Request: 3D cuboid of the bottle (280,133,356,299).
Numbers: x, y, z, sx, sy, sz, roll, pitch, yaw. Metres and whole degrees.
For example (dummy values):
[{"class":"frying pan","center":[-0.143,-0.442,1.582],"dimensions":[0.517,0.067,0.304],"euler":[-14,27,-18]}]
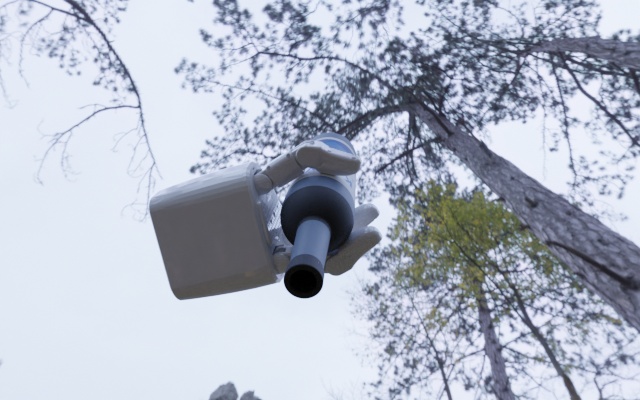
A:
[{"class":"bottle","center":[0.000,0.001,0.459],"dimensions":[0.069,0.069,0.295],"euler":[0,21,5]}]
